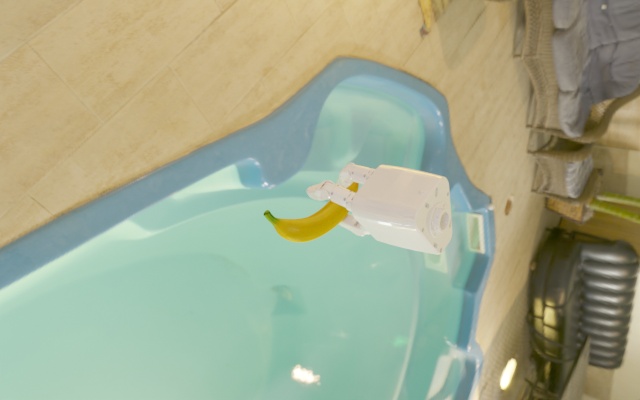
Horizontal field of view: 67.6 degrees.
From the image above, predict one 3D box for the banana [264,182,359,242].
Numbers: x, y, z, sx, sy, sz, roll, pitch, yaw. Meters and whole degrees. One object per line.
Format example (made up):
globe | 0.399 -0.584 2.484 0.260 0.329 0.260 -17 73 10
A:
banana | 0.000 0.021 0.760 0.197 0.070 0.037 -23 23 -40
